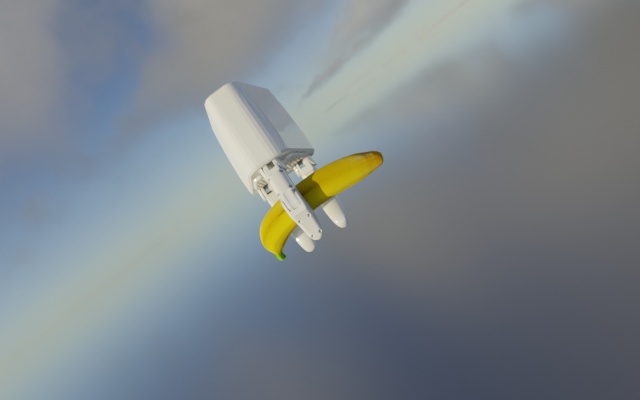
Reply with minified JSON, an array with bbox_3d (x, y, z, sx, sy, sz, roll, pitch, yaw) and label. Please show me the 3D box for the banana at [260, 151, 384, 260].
[{"bbox_3d":[-0.013,0.003,0.563,0.198,0.037,0.069,-43,-28,26],"label":"banana"}]
